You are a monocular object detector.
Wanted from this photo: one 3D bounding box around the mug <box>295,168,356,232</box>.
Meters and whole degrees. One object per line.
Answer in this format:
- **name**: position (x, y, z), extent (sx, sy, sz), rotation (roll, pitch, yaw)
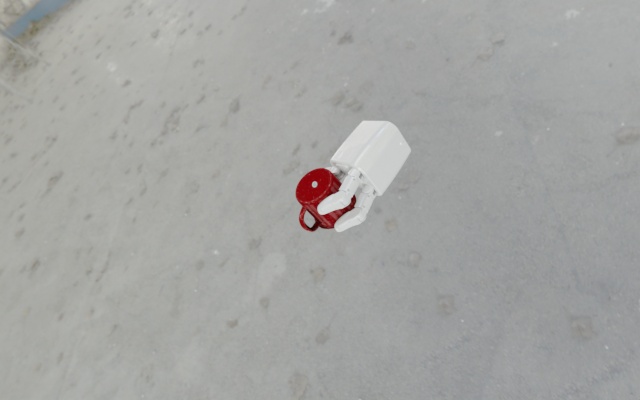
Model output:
- **mug**: position (-0.001, 0.004, 0.883), extent (0.093, 0.117, 0.081), rotation (23, -17, 47)
